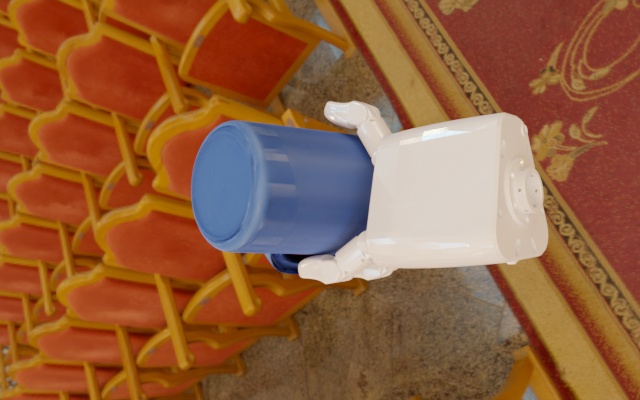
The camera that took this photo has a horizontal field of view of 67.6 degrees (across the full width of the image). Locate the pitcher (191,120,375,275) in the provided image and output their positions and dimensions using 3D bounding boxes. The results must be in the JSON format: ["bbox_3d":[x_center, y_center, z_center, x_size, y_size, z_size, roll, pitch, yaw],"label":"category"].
[{"bbox_3d":[0.000,0.001,0.471,0.243,0.149,0.145,3,-8,-45],"label":"pitcher"}]
